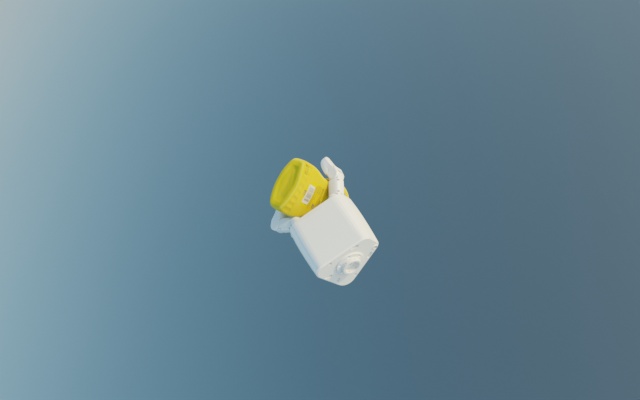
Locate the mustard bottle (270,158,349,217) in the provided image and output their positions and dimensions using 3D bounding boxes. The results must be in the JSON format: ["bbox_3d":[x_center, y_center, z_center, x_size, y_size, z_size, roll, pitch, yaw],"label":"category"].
[{"bbox_3d":[0.000,0.003,0.868,0.058,0.096,0.192,24,-4,44],"label":"mustard bottle"}]
